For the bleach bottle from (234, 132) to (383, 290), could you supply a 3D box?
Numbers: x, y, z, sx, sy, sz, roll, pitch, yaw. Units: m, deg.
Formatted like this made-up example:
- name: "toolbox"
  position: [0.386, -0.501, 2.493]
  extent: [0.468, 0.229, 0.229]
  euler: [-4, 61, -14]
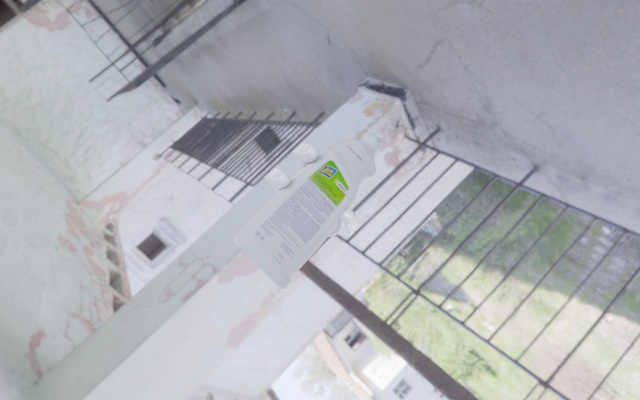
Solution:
- name: "bleach bottle"
  position: [0.000, 0.002, 0.680]
  extent: [0.251, 0.102, 0.068]
  euler: [-44, 5, -11]
